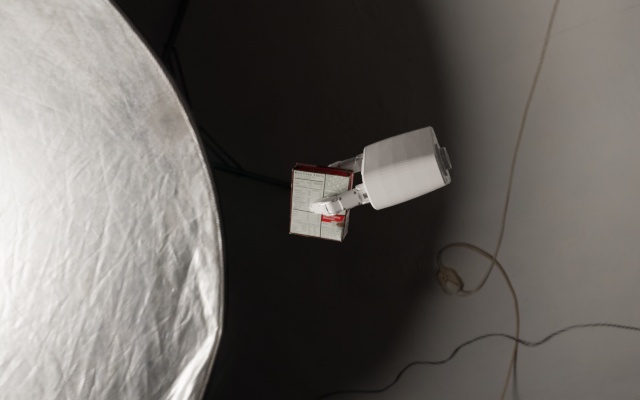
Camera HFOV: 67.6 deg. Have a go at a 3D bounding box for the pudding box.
[{"bbox_3d":[0.000,0.002,0.741,0.090,0.113,0.039,9,21,10],"label":"pudding box"}]
